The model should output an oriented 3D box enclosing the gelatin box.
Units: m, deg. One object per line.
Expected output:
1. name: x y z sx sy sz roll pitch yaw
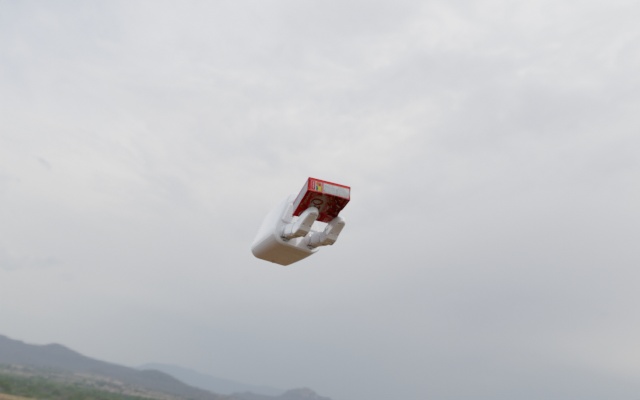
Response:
1. gelatin box: 0.000 0.002 0.789 0.073 0.030 0.089 14 -34 -15
